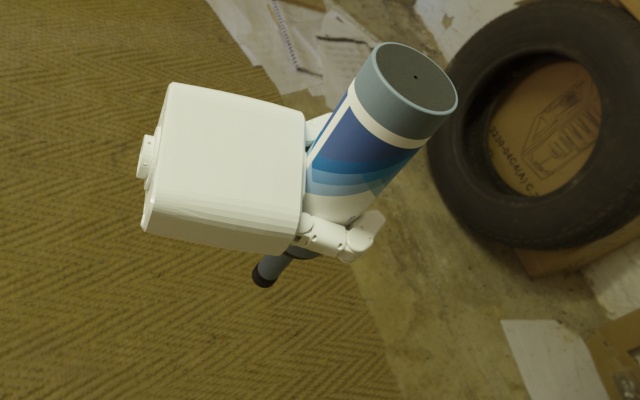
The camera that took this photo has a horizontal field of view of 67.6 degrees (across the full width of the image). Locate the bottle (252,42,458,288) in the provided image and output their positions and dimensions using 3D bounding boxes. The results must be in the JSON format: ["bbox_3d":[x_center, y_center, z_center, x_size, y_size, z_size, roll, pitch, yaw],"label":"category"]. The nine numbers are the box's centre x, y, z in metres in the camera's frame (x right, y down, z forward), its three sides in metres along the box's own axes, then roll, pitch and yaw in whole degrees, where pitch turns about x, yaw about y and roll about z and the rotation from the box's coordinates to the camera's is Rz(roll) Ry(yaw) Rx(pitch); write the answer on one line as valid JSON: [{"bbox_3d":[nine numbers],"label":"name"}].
[{"bbox_3d":[0.000,0.001,0.416,0.069,0.069,0.296,0,-34,-31],"label":"bottle"}]
